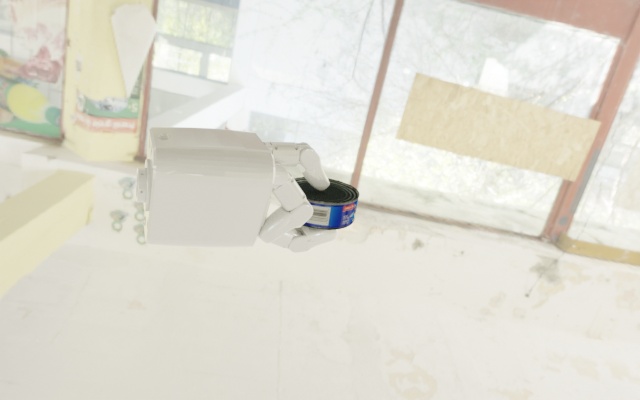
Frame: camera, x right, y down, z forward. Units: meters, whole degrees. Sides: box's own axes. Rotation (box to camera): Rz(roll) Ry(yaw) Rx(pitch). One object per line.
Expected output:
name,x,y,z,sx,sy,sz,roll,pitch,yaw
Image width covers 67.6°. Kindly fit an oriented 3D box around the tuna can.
tuna can,0.000,0.002,0.549,0.086,0.034,0.086,7,20,-3
